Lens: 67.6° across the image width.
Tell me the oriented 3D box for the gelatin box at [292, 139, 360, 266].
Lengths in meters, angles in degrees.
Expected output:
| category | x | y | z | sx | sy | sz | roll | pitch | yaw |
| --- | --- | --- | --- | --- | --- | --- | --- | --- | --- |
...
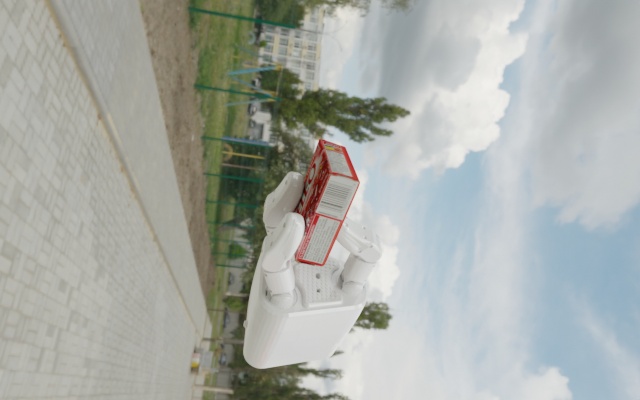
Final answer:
| category | x | y | z | sx | sy | sz | roll | pitch | yaw |
| --- | --- | --- | --- | --- | --- | --- | --- | --- | --- |
| gelatin box | 0.001 | 0.001 | 0.420 | 0.030 | 0.089 | 0.073 | 15 | 26 | -15 |
